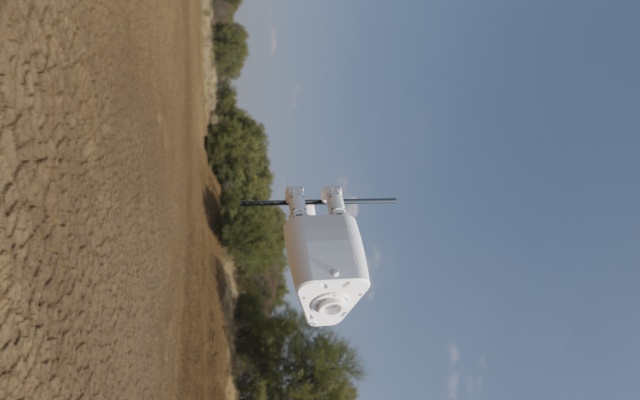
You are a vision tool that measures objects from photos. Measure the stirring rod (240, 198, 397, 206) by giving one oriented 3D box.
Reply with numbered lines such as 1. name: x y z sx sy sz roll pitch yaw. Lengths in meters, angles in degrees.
1. stirring rod: 0.000 0.002 0.722 0.239 0.011 0.011 -1 0 -12
